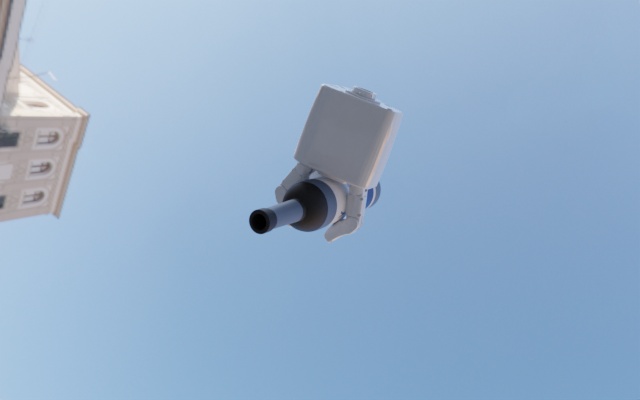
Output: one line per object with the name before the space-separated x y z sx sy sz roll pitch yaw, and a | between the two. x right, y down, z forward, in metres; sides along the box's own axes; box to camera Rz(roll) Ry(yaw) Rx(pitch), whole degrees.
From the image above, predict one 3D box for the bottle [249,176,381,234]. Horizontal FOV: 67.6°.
bottle | 0.000 0.002 0.644 0.069 0.069 0.295 0 8 27
